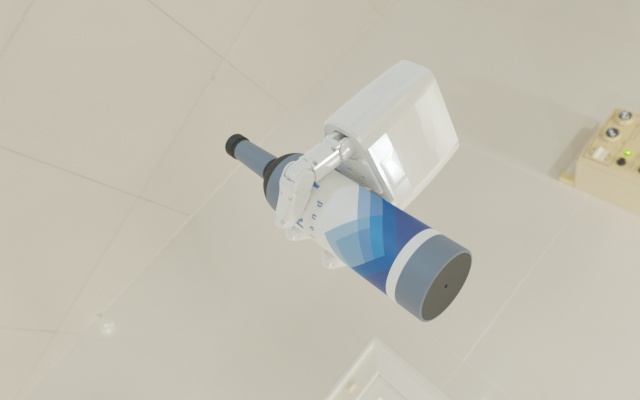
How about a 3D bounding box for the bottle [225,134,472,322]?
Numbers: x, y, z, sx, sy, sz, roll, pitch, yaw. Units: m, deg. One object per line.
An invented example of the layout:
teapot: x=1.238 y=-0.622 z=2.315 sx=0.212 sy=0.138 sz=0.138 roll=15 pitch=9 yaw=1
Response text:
bottle: x=0.000 y=0.002 z=0.457 sx=0.069 sy=0.069 sz=0.295 roll=0 pitch=26 yaw=-48
